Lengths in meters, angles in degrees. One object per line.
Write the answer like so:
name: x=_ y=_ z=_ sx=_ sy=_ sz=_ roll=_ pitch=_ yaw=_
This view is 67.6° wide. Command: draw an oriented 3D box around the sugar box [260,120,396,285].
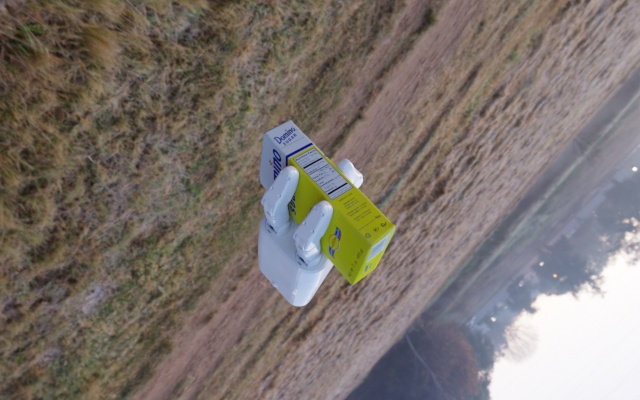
sugar box: x=0.000 y=0.002 z=0.535 sx=0.048 sy=0.176 sz=0.093 roll=-34 pitch=-23 yaw=-30
